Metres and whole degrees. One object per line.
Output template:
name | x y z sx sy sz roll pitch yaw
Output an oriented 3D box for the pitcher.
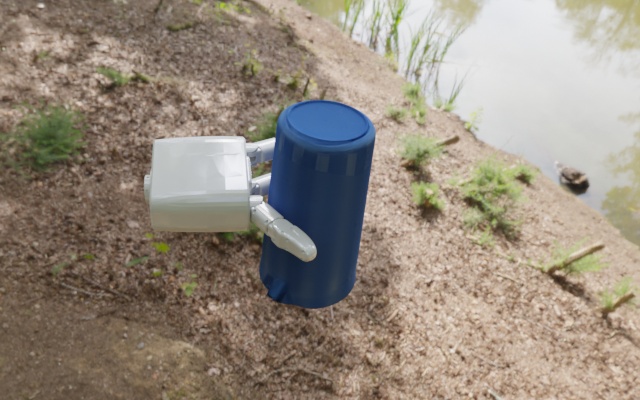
pitcher | 0.000 0.002 0.592 0.145 0.243 0.149 -2 40 -13
